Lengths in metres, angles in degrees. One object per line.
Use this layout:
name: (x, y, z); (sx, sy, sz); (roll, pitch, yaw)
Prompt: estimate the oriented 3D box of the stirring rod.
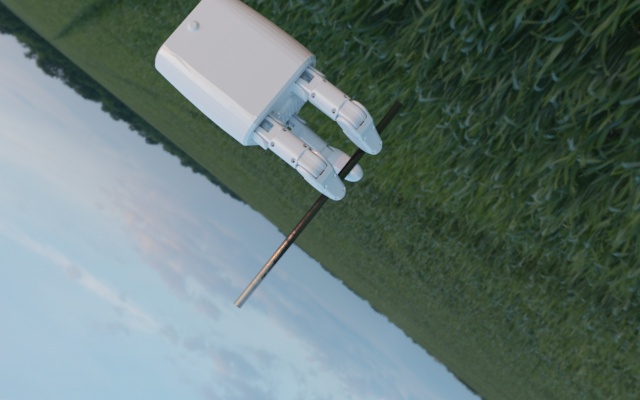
stirring rod: (0.000, 0.001, 0.441); (0.011, 0.239, 0.011); (38, -6, 4)
